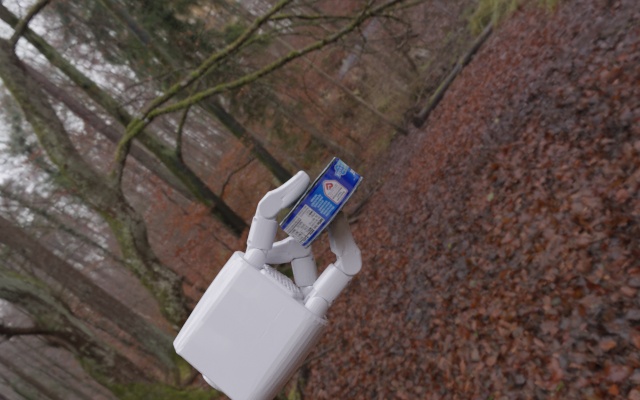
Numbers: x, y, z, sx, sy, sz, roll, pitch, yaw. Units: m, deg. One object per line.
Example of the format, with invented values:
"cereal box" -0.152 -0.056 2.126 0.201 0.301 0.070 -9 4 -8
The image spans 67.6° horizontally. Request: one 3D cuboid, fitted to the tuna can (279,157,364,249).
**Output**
"tuna can" 0.000 0.001 0.446 0.034 0.086 0.086 39 -2 -2
